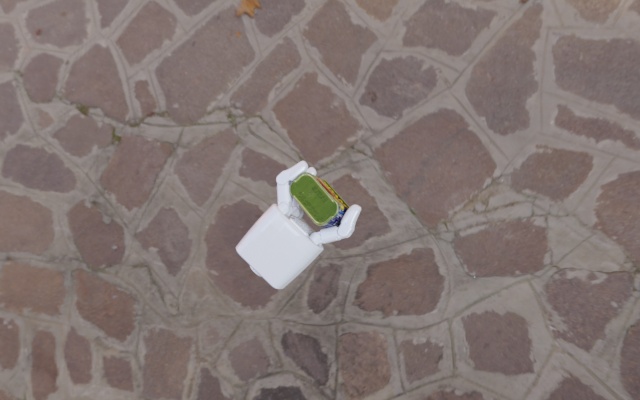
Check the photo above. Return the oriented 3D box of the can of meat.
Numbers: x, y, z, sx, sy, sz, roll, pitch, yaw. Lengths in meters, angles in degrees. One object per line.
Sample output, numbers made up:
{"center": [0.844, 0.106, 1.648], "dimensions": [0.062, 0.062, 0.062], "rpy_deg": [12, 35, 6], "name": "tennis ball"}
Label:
{"center": [0.000, 0.003, 0.831], "dimensions": [0.057, 0.102, 0.084], "rpy_deg": [-44, -18, 8], "name": "can of meat"}
